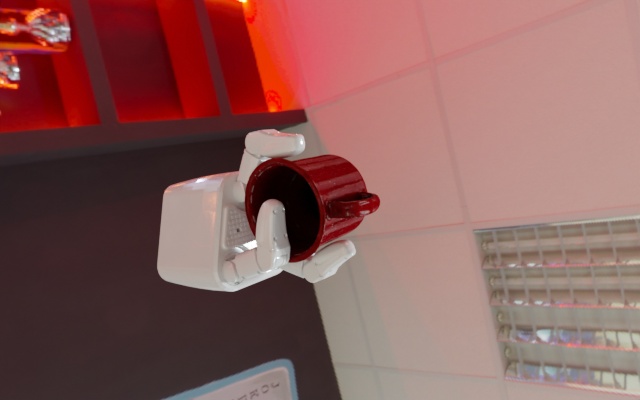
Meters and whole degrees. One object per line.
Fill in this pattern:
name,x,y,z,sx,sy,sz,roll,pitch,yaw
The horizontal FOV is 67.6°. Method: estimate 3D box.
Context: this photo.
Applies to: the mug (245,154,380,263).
mug,0.001,0.001,0.436,0.117,0.093,0.081,-1,11,38
